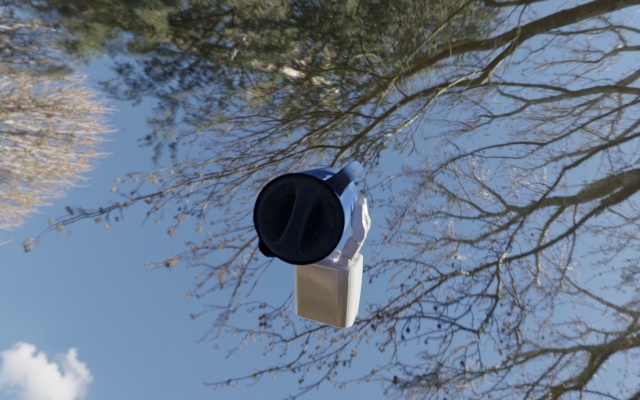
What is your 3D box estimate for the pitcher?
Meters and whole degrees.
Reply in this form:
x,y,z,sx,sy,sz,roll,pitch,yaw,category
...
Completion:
x,y,z,sx,sy,sz,roll,pitch,yaw,category
0.000,0.003,0.775,0.149,0.145,0.243,2,10,12,pitcher
